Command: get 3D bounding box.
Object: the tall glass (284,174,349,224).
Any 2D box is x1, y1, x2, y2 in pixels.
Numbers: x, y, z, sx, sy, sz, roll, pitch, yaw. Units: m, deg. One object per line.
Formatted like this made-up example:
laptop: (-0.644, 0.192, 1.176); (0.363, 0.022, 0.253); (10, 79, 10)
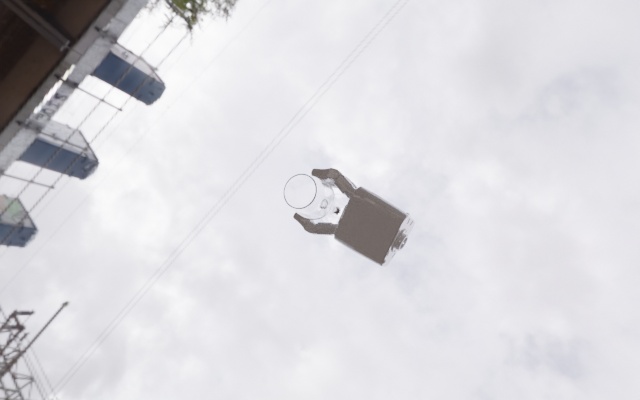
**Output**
tall glass: (0.000, 0.003, 0.900); (0.079, 0.079, 0.201); (0, -11, 21)
